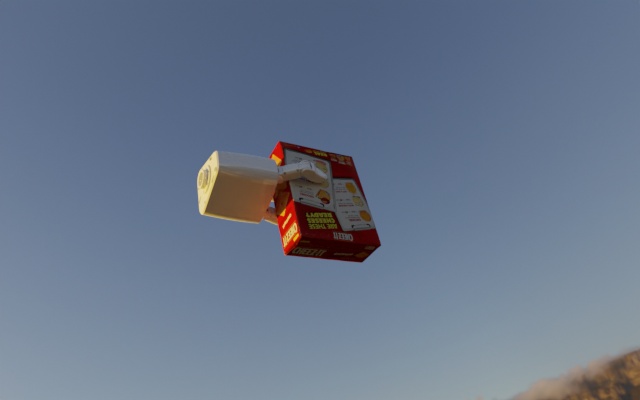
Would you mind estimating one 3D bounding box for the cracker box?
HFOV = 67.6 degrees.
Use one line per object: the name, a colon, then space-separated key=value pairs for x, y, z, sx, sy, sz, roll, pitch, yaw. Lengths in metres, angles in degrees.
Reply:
cracker box: x=0.000 y=0.003 z=0.870 sx=0.164 sy=0.213 sz=0.072 roll=9 pitch=-42 yaw=-29
